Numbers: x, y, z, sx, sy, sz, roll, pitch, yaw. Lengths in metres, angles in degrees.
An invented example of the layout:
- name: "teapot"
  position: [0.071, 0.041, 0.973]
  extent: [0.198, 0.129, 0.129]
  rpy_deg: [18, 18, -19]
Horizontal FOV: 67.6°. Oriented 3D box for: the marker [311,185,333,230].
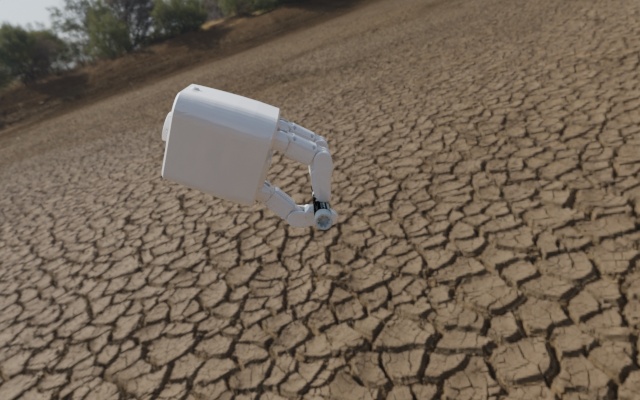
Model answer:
- name: "marker"
  position: [0.000, 0.002, 0.554]
  extent: [0.020, 0.020, 0.121]
  rpy_deg: [0, 20, -4]
